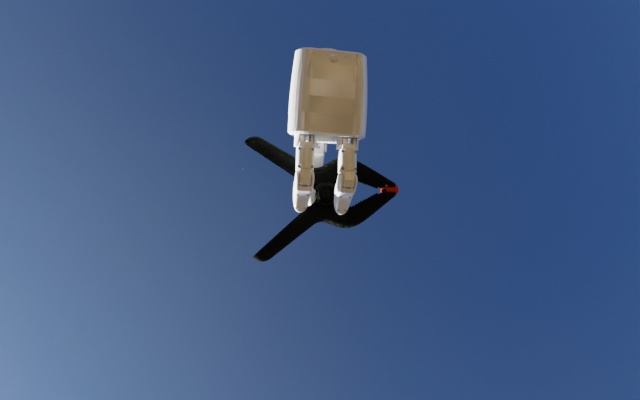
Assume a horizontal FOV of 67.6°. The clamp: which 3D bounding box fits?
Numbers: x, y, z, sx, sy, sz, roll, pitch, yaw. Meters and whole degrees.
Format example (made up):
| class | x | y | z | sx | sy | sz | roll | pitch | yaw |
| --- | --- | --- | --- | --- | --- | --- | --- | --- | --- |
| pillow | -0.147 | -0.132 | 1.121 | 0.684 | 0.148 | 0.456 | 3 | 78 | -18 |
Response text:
| class | x | y | z | sx | sy | sz | roll | pitch | yaw |
| --- | --- | --- | --- | --- | --- | --- | --- | --- | --- |
| clamp | 0.001 | 0.002 | 0.645 | 0.210 | 0.164 | 0.036 | 3 | 1 | -9 |
